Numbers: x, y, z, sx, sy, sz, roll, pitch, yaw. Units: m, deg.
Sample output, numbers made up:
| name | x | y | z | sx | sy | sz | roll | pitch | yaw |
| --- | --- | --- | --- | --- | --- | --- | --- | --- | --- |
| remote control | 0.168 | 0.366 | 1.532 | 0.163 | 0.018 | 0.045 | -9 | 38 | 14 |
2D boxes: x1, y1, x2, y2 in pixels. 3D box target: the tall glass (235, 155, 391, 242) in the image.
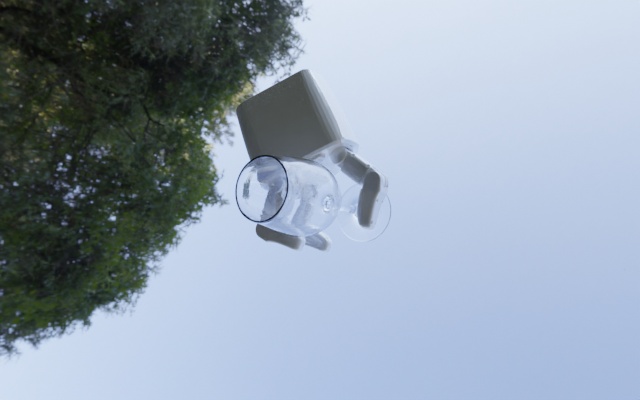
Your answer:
| name | x | y | z | sx | sy | sz | roll | pitch | yaw |
| --- | --- | --- | --- | --- | --- | --- | --- | --- | --- |
| tall glass | 0.001 | 0.002 | 0.507 | 0.079 | 0.079 | 0.201 | 0 | -7 | 32 |
